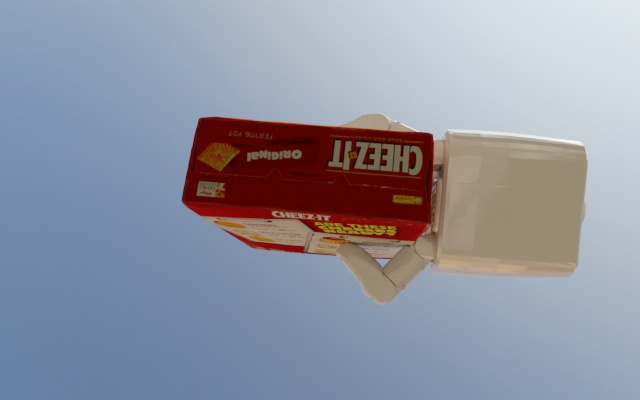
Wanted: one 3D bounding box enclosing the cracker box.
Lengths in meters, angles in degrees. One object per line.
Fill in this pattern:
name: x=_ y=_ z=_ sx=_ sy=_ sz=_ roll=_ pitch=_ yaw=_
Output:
cracker box: x=0.000 y=0.002 z=0.413 sx=0.164 sy=0.072 sz=0.214 roll=4 pitch=-13 yaw=5
